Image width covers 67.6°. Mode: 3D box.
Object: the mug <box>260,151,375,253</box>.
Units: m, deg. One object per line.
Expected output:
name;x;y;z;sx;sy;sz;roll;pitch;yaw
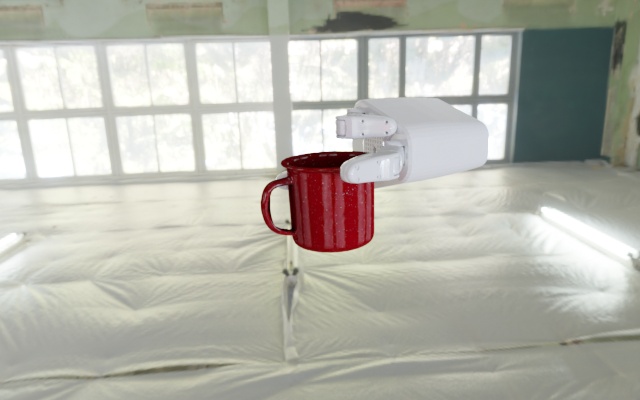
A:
mug;-0.001;0.002;0.456;0.117;0.081;0.093;-10;17;-25
